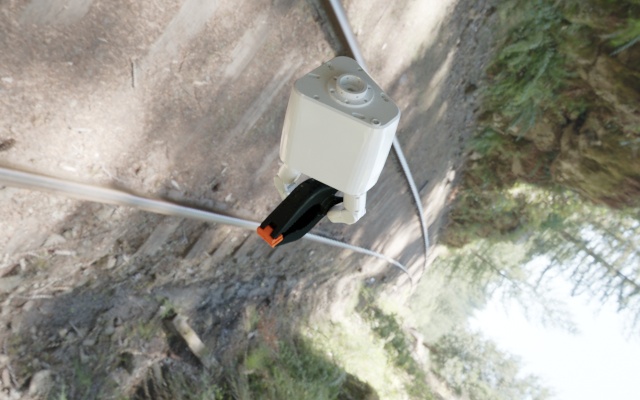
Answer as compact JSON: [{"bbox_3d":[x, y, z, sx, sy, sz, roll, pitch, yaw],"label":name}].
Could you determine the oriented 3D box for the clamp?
[{"bbox_3d":[0.000,0.003,0.629,0.036,0.165,0.210,39,56,19],"label":"clamp"}]
